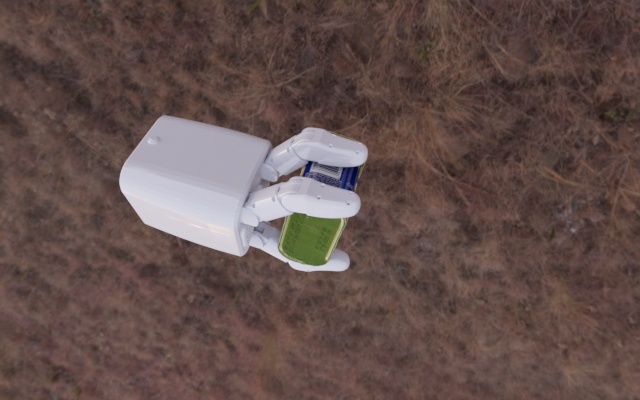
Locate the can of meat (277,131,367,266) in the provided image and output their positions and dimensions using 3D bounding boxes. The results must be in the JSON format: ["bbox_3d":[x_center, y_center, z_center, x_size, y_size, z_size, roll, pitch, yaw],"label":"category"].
[{"bbox_3d":[0.000,0.002,0.447,0.057,0.084,0.102,19,-41,0],"label":"can of meat"}]
